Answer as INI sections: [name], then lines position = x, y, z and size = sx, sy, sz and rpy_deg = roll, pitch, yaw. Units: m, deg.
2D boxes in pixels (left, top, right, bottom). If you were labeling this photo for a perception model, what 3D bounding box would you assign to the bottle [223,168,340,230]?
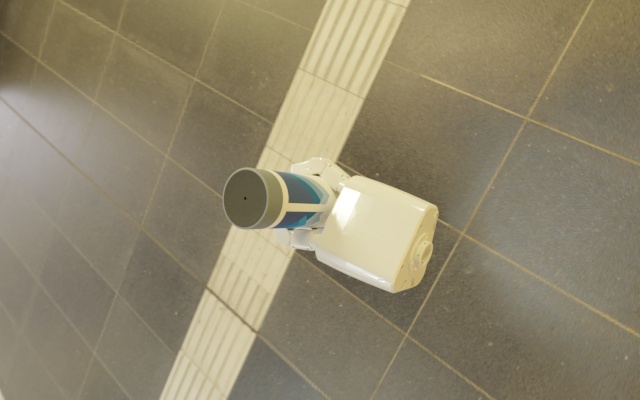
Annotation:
[bottle]
position = 0.000, 0.002, 0.631
size = 0.069, 0.069, 0.296
rpy_deg = 0, -2, 33
